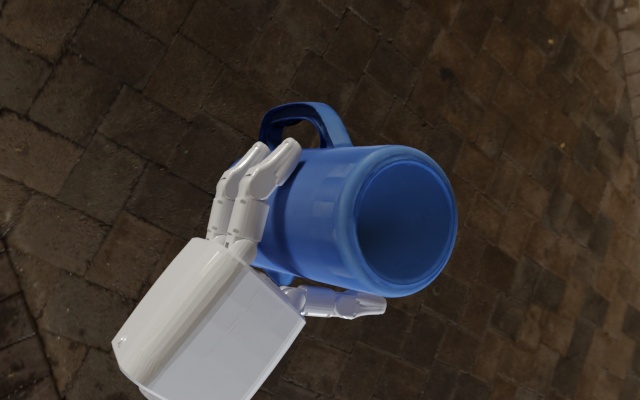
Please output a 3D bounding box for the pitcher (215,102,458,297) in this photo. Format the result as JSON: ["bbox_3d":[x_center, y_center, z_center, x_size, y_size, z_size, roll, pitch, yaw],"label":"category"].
[{"bbox_3d":[0.000,0.002,0.432,0.149,0.145,0.243,45,-19,-22],"label":"pitcher"}]
